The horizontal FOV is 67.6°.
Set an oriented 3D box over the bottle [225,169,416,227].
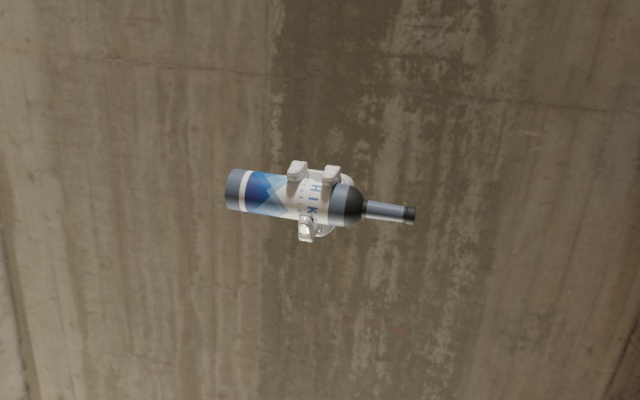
[{"bbox_3d":[0.000,0.002,0.750,0.295,0.069,0.069,8,1,10],"label":"bottle"}]
